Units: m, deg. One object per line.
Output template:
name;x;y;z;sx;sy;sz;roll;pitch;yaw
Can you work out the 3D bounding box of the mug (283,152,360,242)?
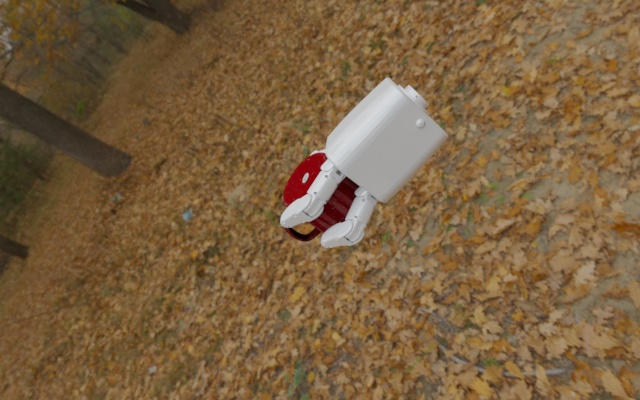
mug;-0.001;0.003;0.598;0.081;0.117;0.093;36;17;-27
